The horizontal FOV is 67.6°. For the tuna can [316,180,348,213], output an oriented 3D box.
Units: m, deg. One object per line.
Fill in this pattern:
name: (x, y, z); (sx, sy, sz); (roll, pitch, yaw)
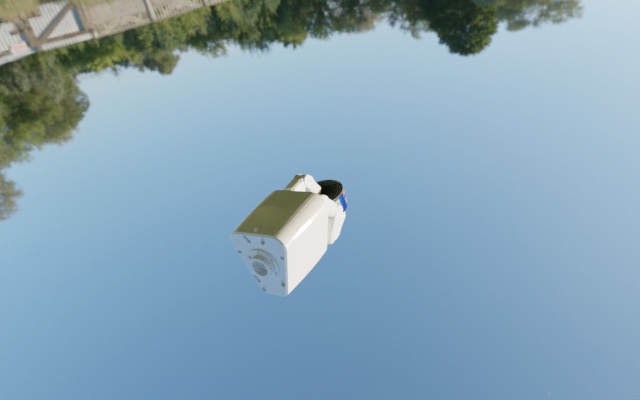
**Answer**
tuna can: (0.000, 0.003, 0.779); (0.086, 0.034, 0.086); (-15, 29, 9)
